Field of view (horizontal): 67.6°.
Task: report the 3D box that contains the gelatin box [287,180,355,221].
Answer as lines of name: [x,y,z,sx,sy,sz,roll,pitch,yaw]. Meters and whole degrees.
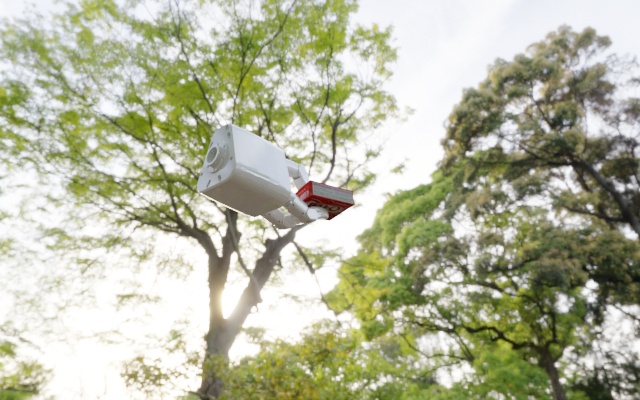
gelatin box: [0.000,0.002,0.795,0.089,0.030,0.073,13,-31,-32]
